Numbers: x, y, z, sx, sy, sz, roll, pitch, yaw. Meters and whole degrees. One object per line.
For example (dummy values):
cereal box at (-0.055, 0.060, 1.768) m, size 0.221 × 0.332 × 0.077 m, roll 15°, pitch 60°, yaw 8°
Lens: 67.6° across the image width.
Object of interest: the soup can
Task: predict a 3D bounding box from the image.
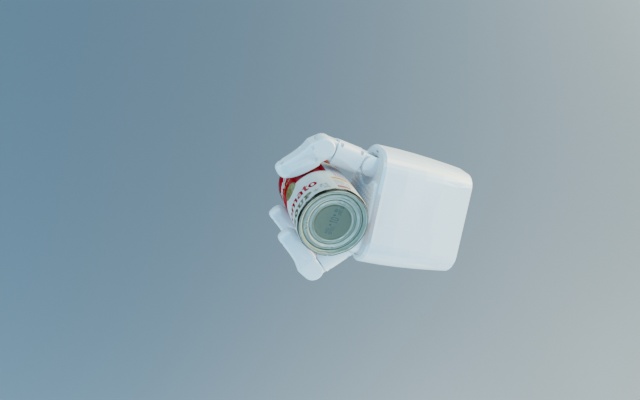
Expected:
soup can at (0.000, 0.001, 0.466) m, size 0.068 × 0.068 × 0.102 m, roll 0°, pitch 23°, yaw -15°
